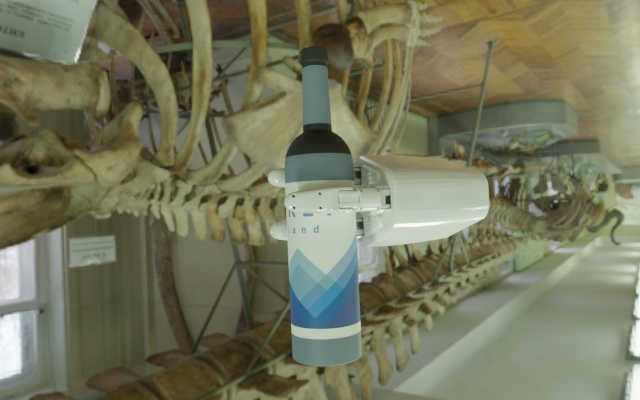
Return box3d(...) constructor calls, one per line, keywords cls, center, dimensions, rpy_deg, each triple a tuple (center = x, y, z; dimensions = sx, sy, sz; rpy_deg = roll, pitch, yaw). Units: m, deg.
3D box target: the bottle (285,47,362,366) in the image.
box3d(cls="bottle", center=(0.000, 0.002, 0.461), dimensions=(0.069, 0.295, 0.069), rpy_deg=(-2, -1, 0))
